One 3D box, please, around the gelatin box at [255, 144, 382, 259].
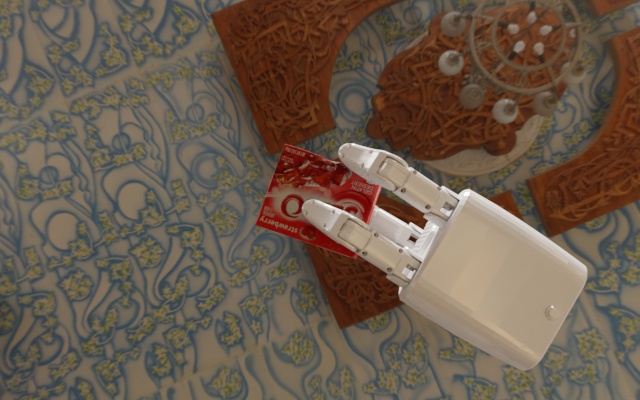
[{"bbox_3d":[0.000,0.001,0.402,0.089,0.073,0.030,19,-5,8],"label":"gelatin box"}]
